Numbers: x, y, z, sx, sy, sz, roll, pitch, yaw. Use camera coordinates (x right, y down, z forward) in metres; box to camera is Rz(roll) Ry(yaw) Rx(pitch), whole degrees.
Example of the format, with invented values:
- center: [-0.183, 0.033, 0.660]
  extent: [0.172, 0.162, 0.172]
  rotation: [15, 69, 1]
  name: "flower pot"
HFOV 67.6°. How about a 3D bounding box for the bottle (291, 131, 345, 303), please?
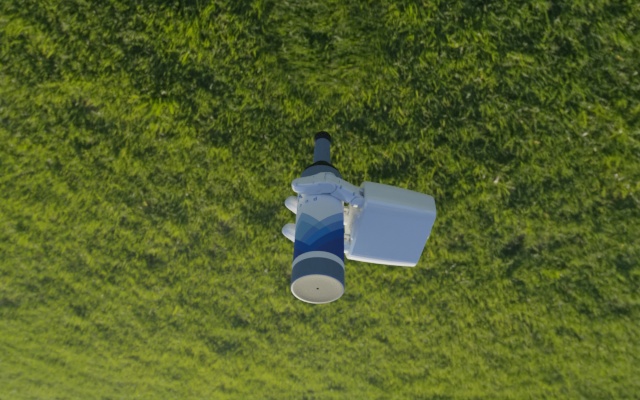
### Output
- center: [0.000, 0.002, 0.686]
  extent: [0.069, 0.295, 0.069]
  rotation: [1, -43, 1]
  name: "bottle"
